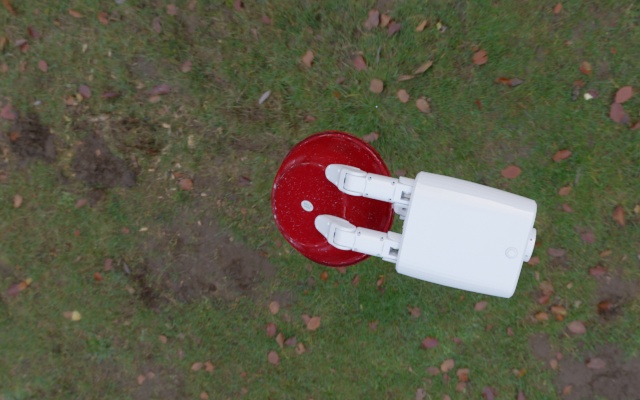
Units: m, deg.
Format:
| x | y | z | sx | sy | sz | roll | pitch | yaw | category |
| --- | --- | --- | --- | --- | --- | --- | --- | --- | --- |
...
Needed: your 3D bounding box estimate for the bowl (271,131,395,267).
| x | y | z | sx | sy | sz | roll | pitch | yaw | category |
| --- | --- | --- | --- | --- | --- | --- | --- | --- | --- |
| -0.001 | 0.002 | 0.541 | 0.162 | 0.162 | 0.055 | 0 | 6 | 30 | bowl |
